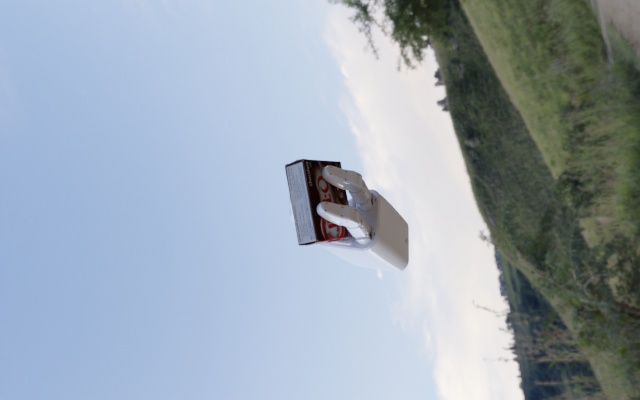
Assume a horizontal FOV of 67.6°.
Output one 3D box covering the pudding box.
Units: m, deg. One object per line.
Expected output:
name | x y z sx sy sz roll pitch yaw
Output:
pudding box | 0.000 0.002 0.655 0.039 0.113 0.090 -17 -8 34
